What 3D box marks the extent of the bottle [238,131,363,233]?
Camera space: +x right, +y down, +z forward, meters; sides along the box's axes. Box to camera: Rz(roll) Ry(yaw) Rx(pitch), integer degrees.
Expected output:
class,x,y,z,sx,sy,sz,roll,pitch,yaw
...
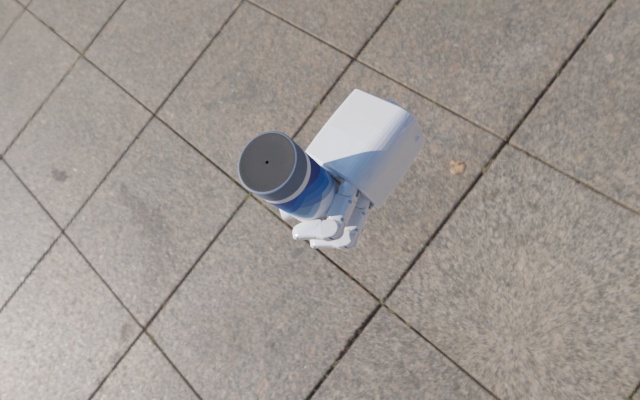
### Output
class,x,y,z,sx,sy,sz,roll,pitch,yaw
bottle,0.000,0.002,0.600,0.069,0.069,0.296,0,-16,22
